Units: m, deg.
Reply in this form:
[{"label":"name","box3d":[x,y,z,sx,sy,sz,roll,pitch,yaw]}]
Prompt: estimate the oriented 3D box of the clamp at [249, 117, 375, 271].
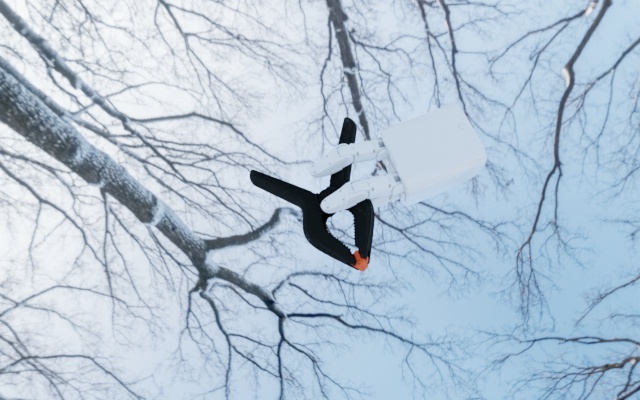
[{"label":"clamp","box3d":[0.001,0.003,0.623,0.164,0.210,0.036,-23,-29,7]}]
